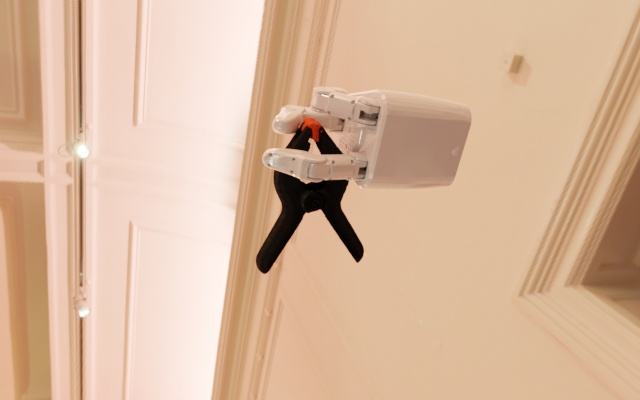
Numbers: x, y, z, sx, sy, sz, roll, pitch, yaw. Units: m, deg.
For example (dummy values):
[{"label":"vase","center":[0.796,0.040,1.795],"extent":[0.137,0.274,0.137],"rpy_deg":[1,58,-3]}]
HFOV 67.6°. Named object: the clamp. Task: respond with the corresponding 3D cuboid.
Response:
[{"label":"clamp","center":[0.000,0.001,0.503],"extent":[0.120,0.171,0.039],"rpy_deg":[1,25,-23]}]
